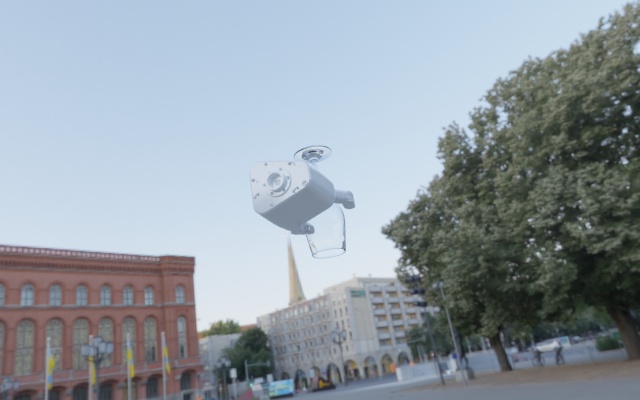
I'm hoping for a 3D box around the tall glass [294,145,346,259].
[{"bbox_3d":[0.000,0.002,0.885,0.079,0.201,0.079,-8,-20,-3],"label":"tall glass"}]
